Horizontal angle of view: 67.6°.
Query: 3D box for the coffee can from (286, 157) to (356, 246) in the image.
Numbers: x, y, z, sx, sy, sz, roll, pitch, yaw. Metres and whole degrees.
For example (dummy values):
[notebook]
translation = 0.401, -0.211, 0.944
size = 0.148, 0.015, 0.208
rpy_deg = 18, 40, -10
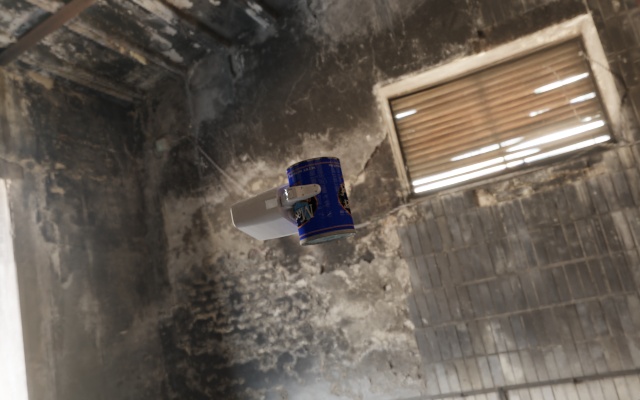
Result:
[coffee can]
translation = 0.000, 0.003, 0.869
size = 0.103, 0.140, 0.103
rpy_deg = -11, -11, -2
